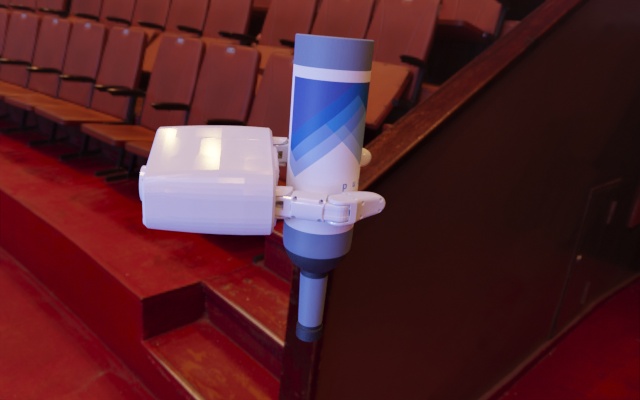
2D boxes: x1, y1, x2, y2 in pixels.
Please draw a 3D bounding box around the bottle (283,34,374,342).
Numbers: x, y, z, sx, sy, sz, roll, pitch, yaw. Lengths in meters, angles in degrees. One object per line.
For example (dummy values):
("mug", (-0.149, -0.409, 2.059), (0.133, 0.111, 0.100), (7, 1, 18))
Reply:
("bottle", (0.000, 0.001, 0.448), (0.069, 0.296, 0.069), (4, 19, -2))
